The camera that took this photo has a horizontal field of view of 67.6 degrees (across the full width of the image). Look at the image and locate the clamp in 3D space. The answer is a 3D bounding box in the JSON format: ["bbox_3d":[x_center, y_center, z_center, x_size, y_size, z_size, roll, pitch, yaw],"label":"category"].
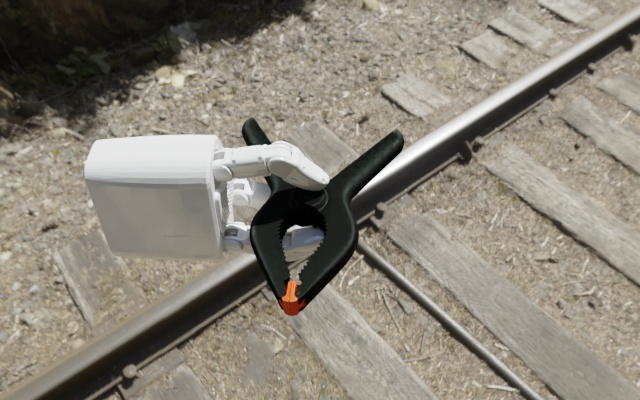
[{"bbox_3d":[0.000,0.001,0.433,0.164,0.209,0.036,0,-37,2],"label":"clamp"}]
